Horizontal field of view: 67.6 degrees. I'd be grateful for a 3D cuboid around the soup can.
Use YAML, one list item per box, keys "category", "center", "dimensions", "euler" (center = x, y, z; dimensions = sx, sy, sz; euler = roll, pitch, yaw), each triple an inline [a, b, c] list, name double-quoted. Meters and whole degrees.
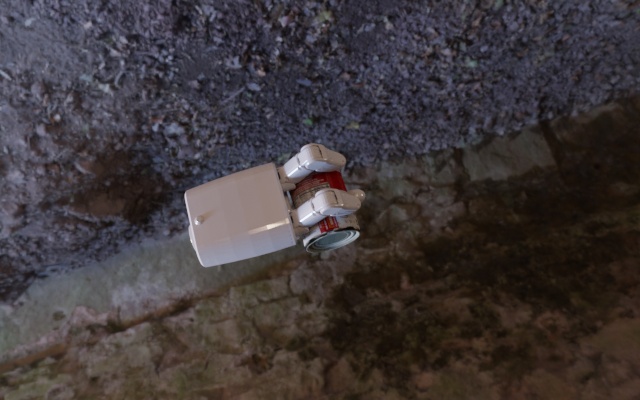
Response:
- category: "soup can"
  center: [0.001, 0.002, 0.559]
  dimensions: [0.068, 0.102, 0.068]
  euler: [-15, -21, -6]
